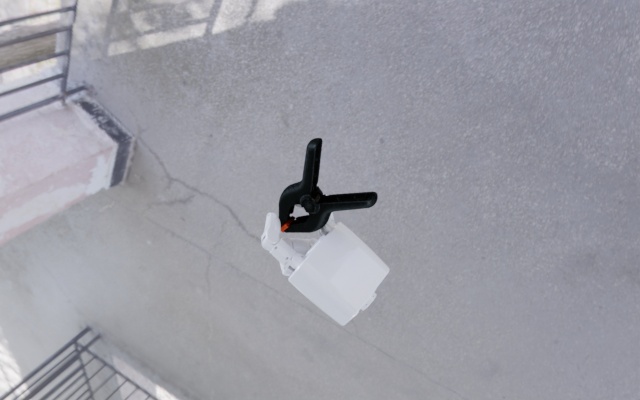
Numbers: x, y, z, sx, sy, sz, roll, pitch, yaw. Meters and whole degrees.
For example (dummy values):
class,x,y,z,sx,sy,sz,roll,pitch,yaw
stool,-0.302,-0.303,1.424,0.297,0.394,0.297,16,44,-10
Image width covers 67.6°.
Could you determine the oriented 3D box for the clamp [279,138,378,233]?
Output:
class,x,y,z,sx,sy,sz,roll,pitch,yaw
clamp,0.000,0.003,0.683,0.039,0.120,0.171,-43,-8,-46
